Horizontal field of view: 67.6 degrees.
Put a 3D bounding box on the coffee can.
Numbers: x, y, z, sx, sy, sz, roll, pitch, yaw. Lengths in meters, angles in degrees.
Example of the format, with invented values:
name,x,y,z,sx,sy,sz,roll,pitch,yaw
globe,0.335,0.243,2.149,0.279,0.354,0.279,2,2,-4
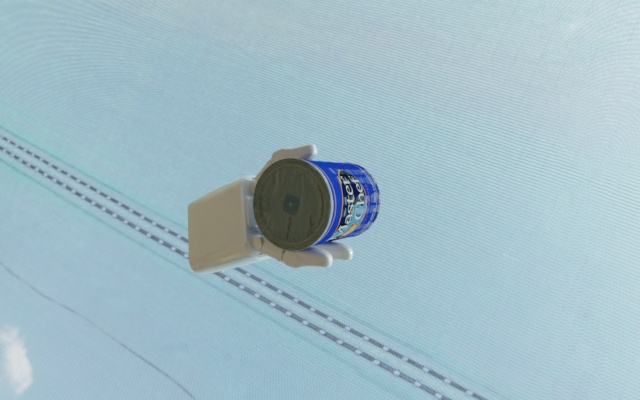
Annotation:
name,x,y,z,sx,sy,sz,roll,pitch,yaw
coffee can,0.000,0.002,0.585,0.103,0.103,0.140,0,2,29
